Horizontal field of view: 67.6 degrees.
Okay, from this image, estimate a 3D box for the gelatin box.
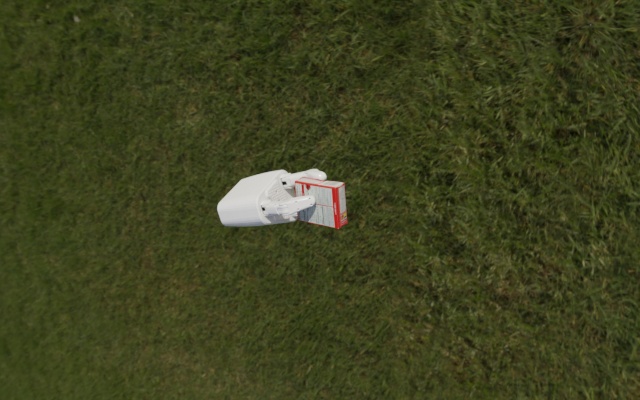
[{"bbox_3d":[0.000,0.003,0.801,0.089,0.073,0.030,10,25,35],"label":"gelatin box"}]
